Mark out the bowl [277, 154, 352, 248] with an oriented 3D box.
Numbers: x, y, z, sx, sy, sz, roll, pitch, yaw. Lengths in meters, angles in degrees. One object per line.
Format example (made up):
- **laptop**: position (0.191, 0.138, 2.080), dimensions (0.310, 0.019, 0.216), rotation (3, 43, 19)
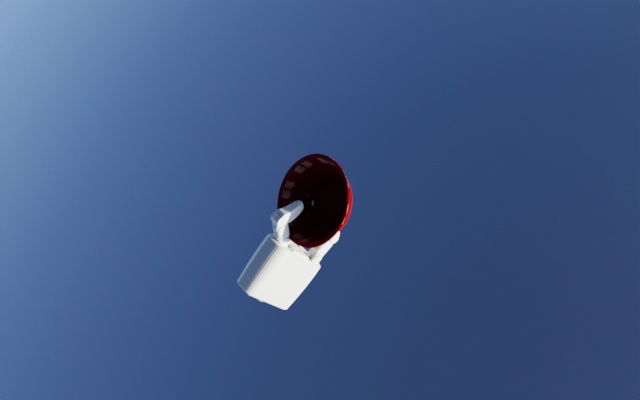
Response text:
- **bowl**: position (0.001, 0.002, 0.829), dimensions (0.162, 0.162, 0.055), rotation (0, -7, 41)
